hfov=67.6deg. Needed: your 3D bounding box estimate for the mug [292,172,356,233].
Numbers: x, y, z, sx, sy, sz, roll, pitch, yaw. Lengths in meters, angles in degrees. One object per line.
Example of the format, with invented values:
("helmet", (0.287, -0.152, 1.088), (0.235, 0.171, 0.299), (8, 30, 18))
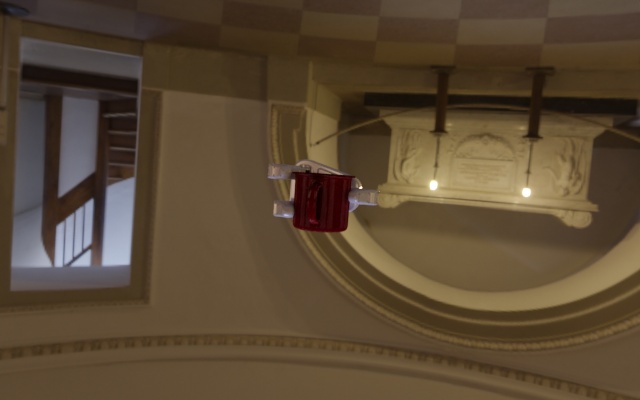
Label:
("mug", (0.000, 0.003, 0.685), (0.093, 0.081, 0.117), (5, 4, 9))
